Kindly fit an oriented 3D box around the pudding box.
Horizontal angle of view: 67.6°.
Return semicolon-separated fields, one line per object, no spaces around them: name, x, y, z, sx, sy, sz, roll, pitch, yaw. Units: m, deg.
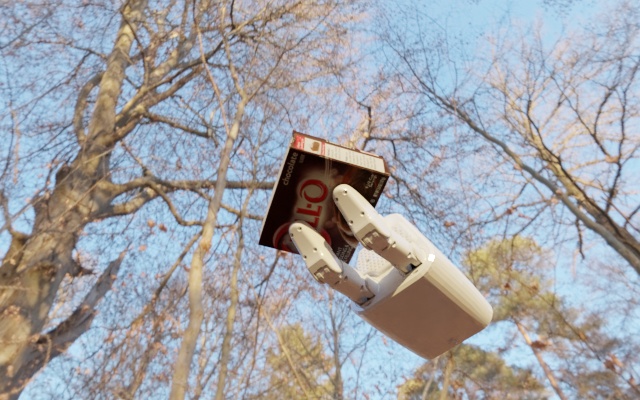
pudding box;0.000;0.001;0.437;0.090;0.113;0.039;14;31;-11
